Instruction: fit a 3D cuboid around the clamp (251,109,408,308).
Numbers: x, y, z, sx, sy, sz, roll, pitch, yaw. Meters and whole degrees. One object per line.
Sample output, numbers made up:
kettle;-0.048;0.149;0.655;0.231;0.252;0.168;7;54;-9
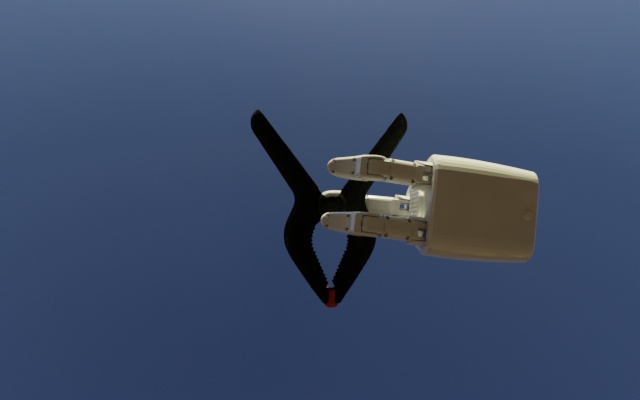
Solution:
clamp;0.000;0.002;0.496;0.164;0.210;0.036;7;-5;-3
